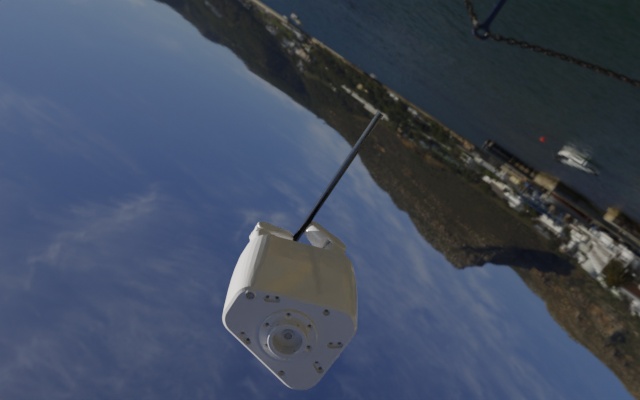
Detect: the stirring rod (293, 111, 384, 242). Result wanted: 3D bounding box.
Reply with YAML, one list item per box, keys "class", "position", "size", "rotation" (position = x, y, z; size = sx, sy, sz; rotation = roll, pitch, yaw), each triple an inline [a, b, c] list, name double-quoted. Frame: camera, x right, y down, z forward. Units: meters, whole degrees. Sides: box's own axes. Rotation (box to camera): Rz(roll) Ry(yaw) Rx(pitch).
- class: "stirring rod"
  position: [0.000, 0.002, 0.549]
  size: [0.011, 0.239, 0.011]
  rotation: [31, 16, -10]
